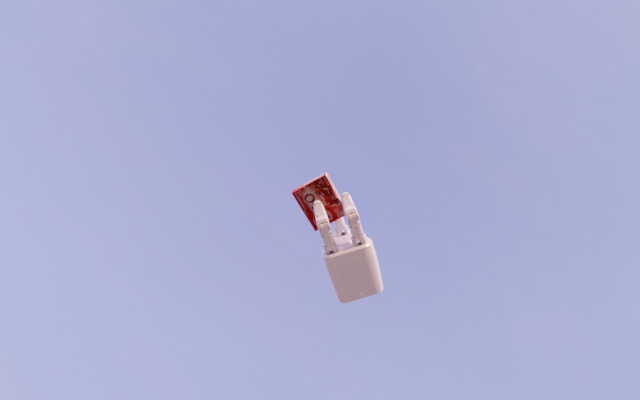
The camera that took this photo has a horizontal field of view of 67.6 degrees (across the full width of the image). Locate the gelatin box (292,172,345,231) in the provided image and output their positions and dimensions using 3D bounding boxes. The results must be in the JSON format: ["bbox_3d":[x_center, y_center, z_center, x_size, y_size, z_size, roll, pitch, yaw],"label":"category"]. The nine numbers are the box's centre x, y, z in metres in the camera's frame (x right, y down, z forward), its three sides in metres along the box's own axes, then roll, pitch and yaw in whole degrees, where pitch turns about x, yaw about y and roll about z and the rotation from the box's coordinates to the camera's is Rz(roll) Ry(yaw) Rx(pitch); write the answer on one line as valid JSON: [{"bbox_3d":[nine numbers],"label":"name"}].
[{"bbox_3d":[0.000,0.003,0.900,0.073,0.089,0.030,-28,12,11],"label":"gelatin box"}]
